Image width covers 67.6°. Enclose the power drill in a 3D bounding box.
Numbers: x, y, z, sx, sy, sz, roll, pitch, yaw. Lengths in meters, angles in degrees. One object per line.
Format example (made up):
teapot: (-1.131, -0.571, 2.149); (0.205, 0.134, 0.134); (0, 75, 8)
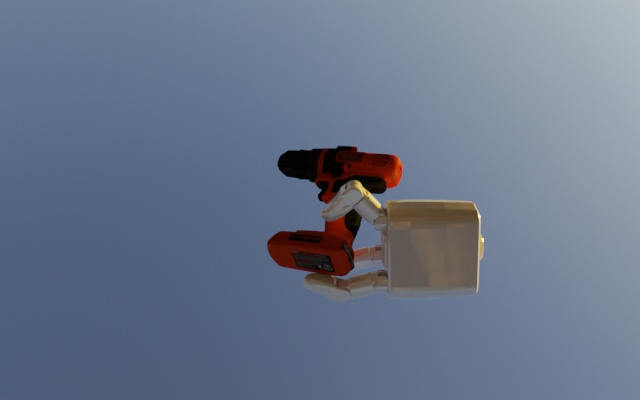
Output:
power drill: (0.000, 0.002, 0.631); (0.184, 0.187, 0.057); (5, -39, 25)
